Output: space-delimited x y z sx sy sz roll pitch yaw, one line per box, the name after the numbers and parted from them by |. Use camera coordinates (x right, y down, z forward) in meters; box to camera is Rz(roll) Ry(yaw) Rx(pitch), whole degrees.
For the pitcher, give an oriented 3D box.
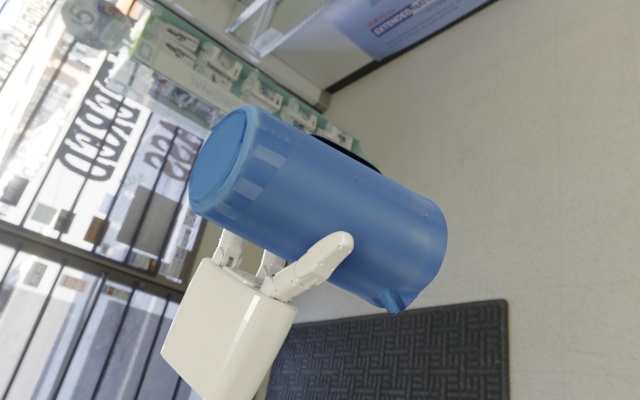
0.000 0.002 0.479 0.243 0.145 0.149 29 -3 -31 | pitcher
